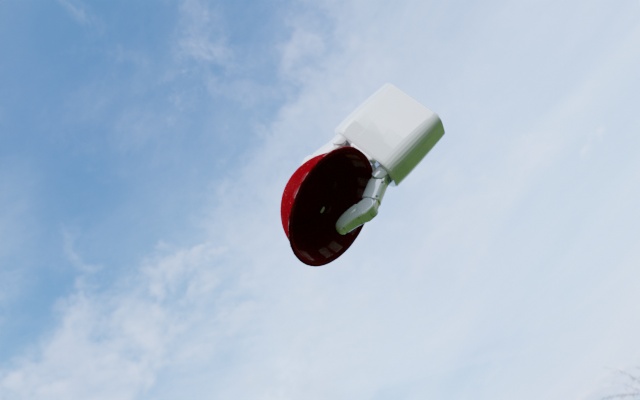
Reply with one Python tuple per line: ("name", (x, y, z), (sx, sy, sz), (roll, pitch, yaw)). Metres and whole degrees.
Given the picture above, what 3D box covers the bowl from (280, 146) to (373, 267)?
("bowl", (-0.001, 0.003, 0.622), (0.055, 0.162, 0.162), (23, 15, 37))
